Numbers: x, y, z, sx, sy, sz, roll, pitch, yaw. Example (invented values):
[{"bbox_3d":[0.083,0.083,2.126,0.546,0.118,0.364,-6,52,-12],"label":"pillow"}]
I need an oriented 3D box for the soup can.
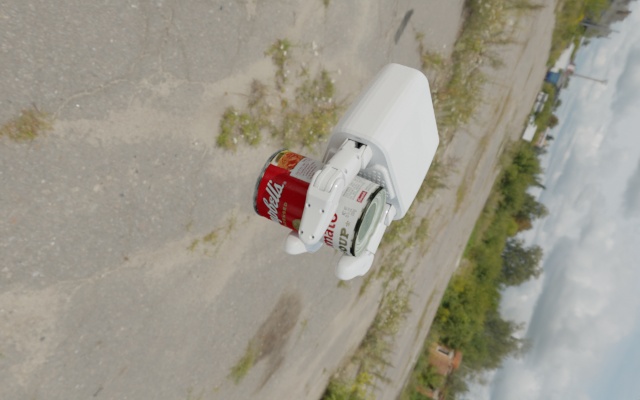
[{"bbox_3d":[0.000,0.002,0.431,0.102,0.068,0.068,23,8,19],"label":"soup can"}]
